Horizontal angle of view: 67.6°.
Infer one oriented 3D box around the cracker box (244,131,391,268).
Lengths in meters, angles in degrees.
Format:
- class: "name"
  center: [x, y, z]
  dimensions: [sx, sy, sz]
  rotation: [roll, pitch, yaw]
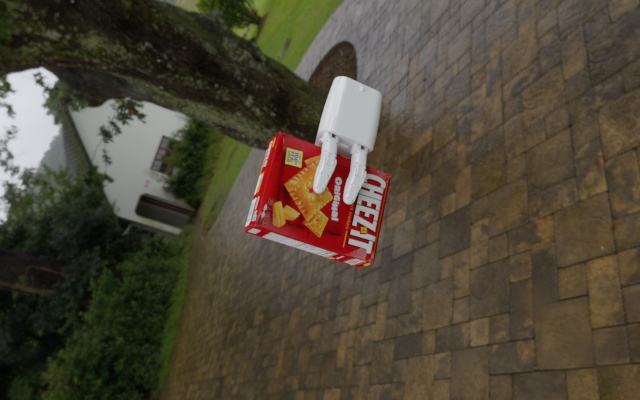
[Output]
- class: "cracker box"
  center: [0.000, 0.003, 0.794]
  dimensions: [0.214, 0.164, 0.072]
  rotation: [19, -18, -18]
